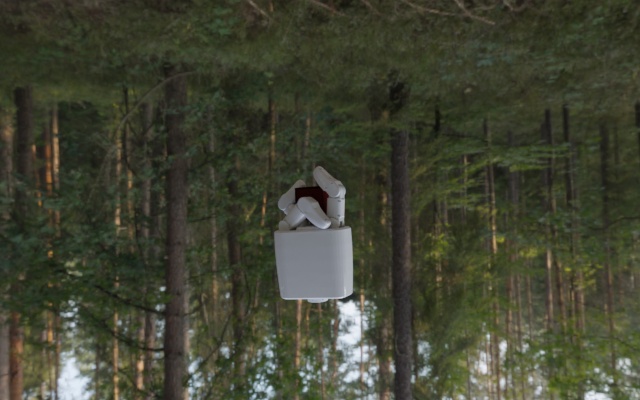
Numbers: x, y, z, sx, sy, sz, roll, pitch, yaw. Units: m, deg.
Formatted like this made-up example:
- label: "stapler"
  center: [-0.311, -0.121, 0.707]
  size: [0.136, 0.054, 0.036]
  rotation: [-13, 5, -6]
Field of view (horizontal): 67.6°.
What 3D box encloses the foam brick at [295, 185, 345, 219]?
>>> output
- label: "foam brick"
  center: [0.000, 0.002, 0.777]
  size: [0.053, 0.051, 0.078]
  rotation: [-3, 1, 30]
